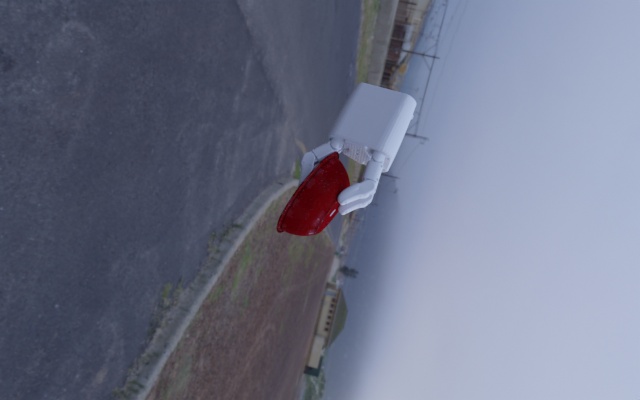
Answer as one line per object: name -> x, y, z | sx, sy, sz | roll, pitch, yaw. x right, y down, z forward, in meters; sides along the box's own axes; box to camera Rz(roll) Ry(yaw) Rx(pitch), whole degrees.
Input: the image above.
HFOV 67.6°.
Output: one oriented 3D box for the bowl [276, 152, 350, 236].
bowl -> 0.000, 0.004, 0.769 | 0.055, 0.162, 0.162 | 38, 7, 9
